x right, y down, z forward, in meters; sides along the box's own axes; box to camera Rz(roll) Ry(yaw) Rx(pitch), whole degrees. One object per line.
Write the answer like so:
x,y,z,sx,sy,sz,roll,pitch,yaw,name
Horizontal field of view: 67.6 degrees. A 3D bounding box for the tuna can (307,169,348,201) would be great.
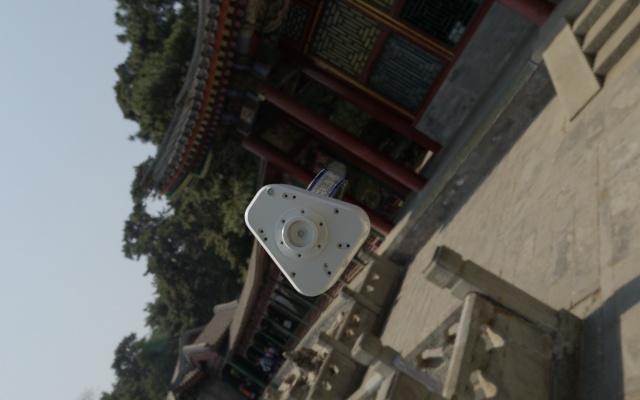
0.000,0.002,0.625,0.034,0.086,0.086,32,6,10,tuna can
